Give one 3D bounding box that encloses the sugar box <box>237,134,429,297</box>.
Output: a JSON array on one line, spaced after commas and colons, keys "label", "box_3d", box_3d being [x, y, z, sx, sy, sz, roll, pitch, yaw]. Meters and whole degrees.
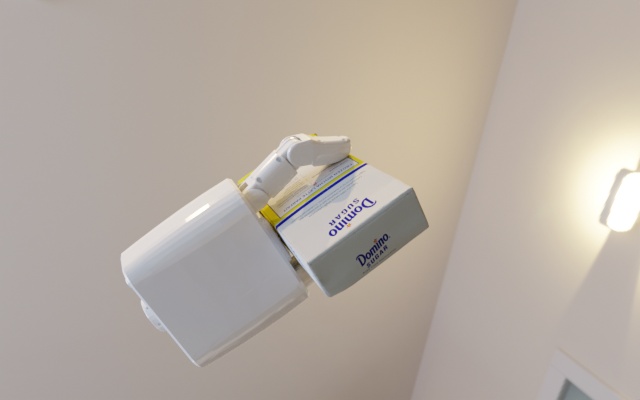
[{"label": "sugar box", "box_3d": [0.000, 0.002, 0.403, 0.093, 0.048, 0.176, -35, 33, -9]}]
